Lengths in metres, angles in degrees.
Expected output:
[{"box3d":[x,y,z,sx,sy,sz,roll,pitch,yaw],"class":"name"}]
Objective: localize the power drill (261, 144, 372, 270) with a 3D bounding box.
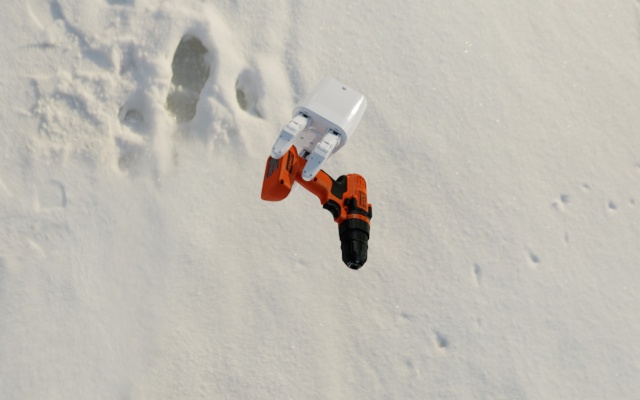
[{"box3d":[0.000,0.002,0.741,0.188,0.184,0.057,30,-50,-27],"class":"power drill"}]
